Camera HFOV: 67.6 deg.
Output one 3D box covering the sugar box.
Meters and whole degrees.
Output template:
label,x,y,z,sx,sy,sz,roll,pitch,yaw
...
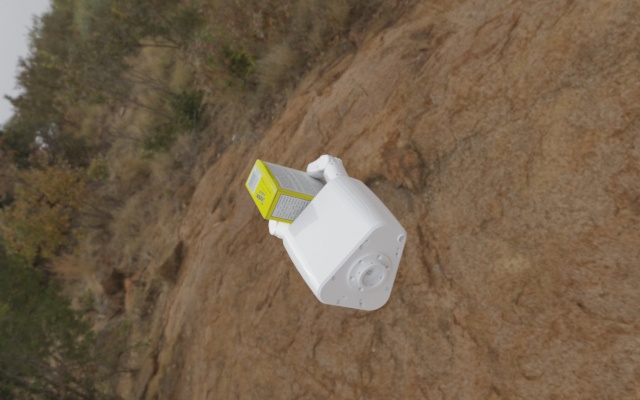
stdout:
label,x,y,z,sx,sy,sz,roll,pitch,yaw
sugar box,0.000,0.003,0.618,0.176,0.048,0.093,17,21,-31
